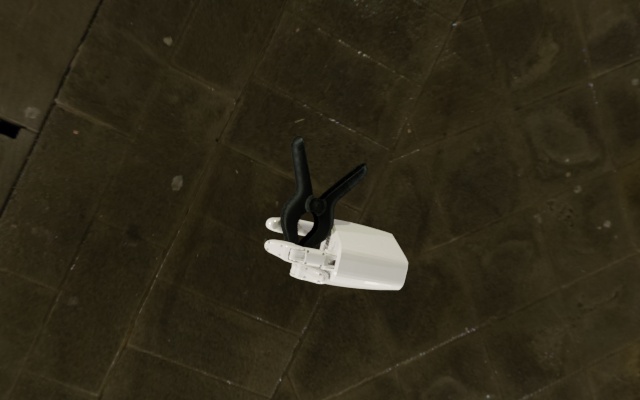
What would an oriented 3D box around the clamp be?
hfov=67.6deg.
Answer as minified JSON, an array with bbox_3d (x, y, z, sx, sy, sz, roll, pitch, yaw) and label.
[{"bbox_3d":[0.000,0.002,0.687,0.120,0.171,0.039,12,4,-13],"label":"clamp"}]
